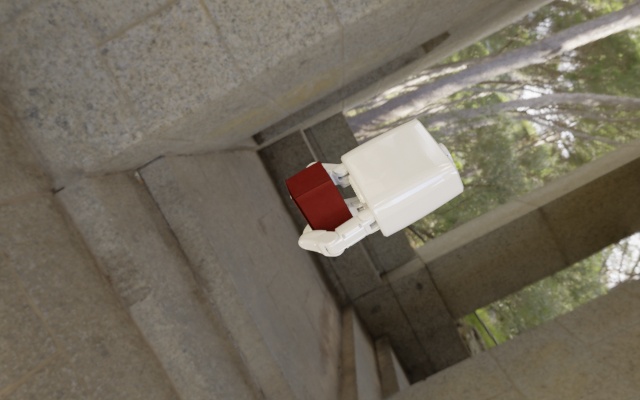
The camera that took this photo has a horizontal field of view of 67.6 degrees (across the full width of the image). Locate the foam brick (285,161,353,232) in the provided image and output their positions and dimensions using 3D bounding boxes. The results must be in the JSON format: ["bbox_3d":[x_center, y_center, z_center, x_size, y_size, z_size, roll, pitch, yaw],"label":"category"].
[{"bbox_3d":[0.000,0.002,0.580,0.051,0.078,0.053,-30,33,2],"label":"foam brick"}]
